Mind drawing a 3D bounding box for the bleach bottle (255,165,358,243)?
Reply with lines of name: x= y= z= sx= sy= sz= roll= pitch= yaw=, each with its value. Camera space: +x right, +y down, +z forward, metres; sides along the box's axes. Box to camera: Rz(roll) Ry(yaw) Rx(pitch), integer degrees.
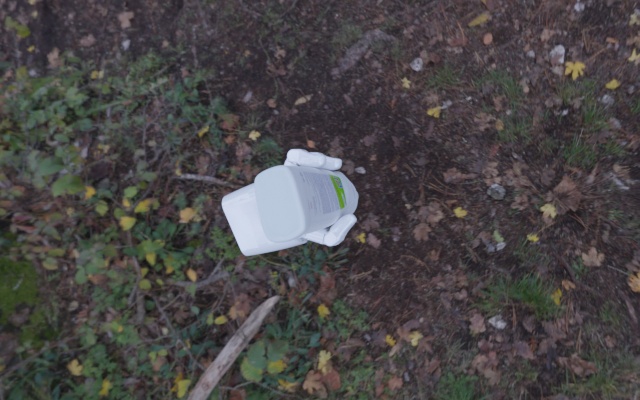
bleach bottle: x=0.000 y=0.002 z=0.724 sx=0.068 sy=0.102 sz=0.251 roll=-17 pitch=-7 yaw=26
